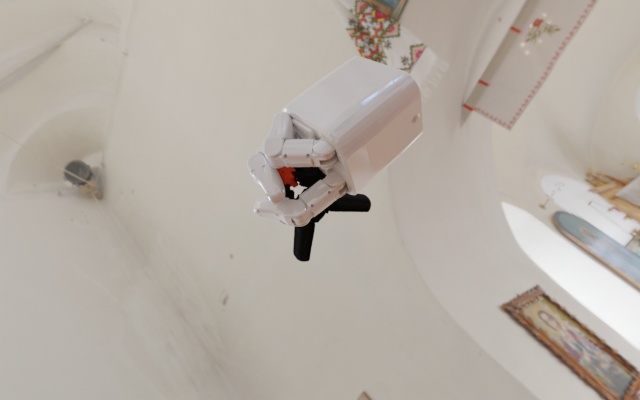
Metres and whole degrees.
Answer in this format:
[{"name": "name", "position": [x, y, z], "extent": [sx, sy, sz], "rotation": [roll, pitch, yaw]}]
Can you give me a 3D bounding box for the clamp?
[{"name": "clamp", "position": [0.000, 0.001, 0.563], "extent": [0.039, 0.120, 0.172], "rotation": [44, -12, 31]}]
